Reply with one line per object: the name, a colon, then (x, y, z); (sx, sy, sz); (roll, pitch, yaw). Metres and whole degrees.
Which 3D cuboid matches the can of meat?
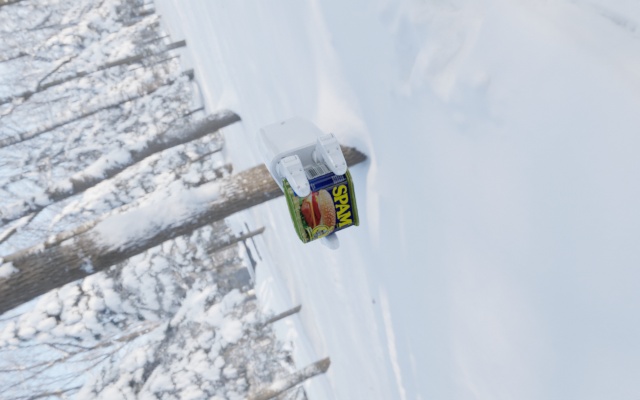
can of meat: (0.000, 0.002, 0.646); (0.084, 0.102, 0.057); (-20, 39, -10)
